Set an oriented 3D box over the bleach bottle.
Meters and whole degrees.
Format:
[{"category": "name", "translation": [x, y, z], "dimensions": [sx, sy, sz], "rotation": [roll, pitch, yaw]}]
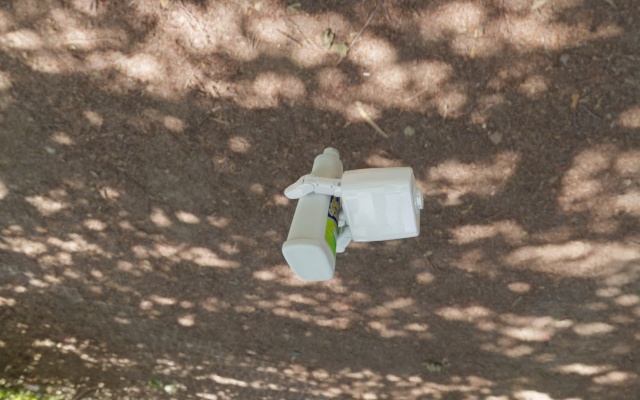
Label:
[{"category": "bleach bottle", "translation": [0.000, 0.003, 0.795], "dimensions": [0.068, 0.250, 0.103], "rotation": [-4, -41, 17]}]
